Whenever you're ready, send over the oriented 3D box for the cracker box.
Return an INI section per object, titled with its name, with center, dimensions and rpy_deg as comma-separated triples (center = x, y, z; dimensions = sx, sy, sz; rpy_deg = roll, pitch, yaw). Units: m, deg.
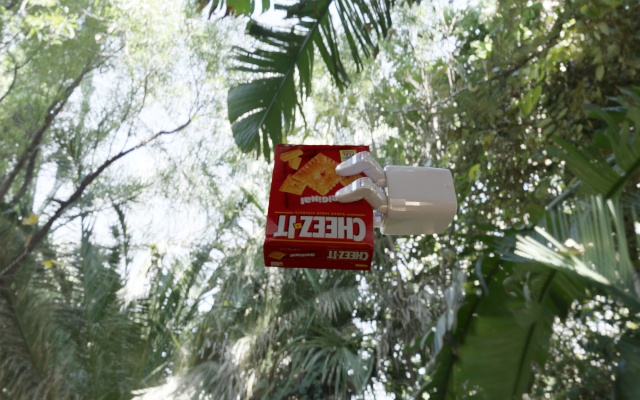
[cracker box]
center = 0.000, 0.003, 0.770
dimensions = 0.164, 0.213, 0.072
rpy_deg = 2, -40, 1
